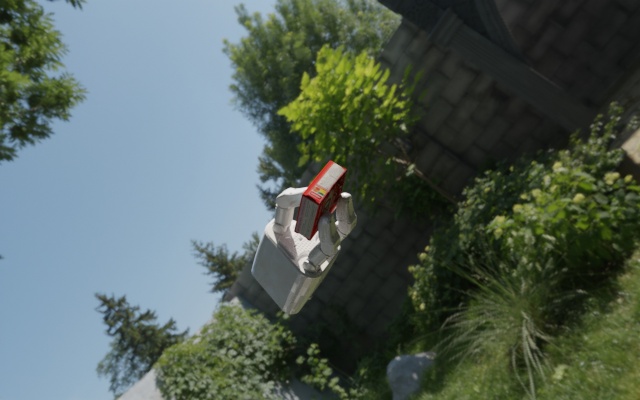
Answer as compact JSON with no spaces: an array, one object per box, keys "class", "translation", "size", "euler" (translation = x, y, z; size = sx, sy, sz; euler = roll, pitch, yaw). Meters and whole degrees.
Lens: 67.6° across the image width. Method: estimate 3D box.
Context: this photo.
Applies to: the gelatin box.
[{"class":"gelatin box","translation":[0.000,0.002,0.643],"size":[0.030,0.073,0.089],"euler":[30,-37,12]}]
